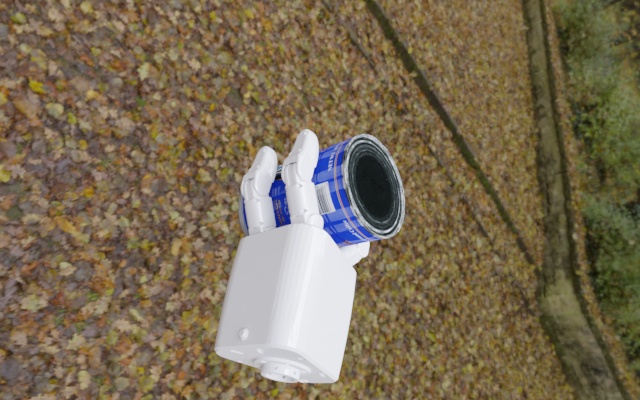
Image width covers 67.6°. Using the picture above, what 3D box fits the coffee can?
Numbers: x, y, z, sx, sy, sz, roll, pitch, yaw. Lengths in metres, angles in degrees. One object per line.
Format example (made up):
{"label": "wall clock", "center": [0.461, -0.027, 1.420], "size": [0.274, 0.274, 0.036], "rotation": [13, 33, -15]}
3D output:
{"label": "coffee can", "center": [0.000, 0.002, 0.492], "size": [0.140, 0.103, 0.103], "rotation": [-17, -10, 37]}
